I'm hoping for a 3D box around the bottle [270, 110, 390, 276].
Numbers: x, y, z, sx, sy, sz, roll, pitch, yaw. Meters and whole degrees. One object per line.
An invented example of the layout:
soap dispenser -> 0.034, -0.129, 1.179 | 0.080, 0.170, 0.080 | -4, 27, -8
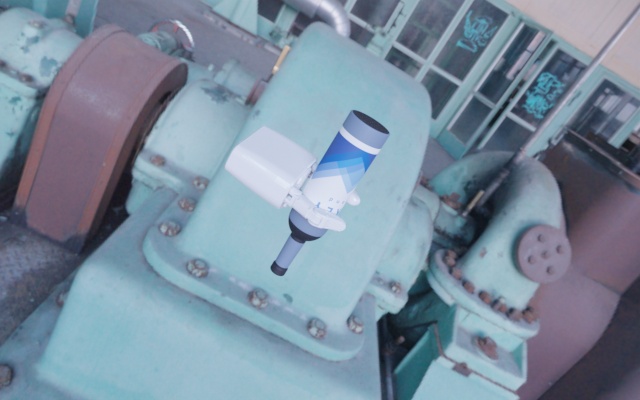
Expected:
bottle -> 0.000, 0.002, 0.742 | 0.069, 0.296, 0.069 | 27, 23, -12
